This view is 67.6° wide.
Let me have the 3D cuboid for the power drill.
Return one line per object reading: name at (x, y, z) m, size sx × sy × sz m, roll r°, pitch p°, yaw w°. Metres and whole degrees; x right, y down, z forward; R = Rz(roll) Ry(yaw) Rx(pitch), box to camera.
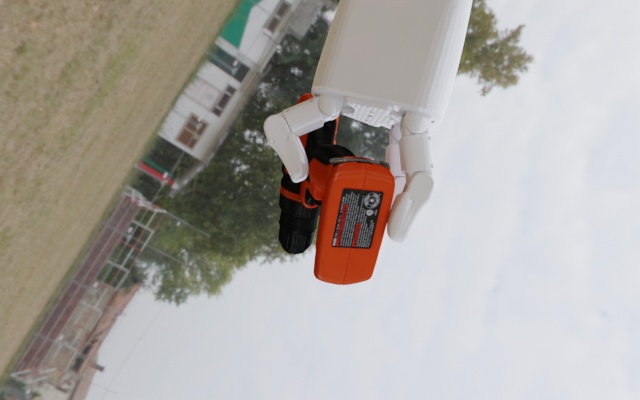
power drill at (0.000, 0.001, 0.462) m, size 0.057 × 0.184 × 0.187 m, roll 2°, pitch 22°, yaw -18°
